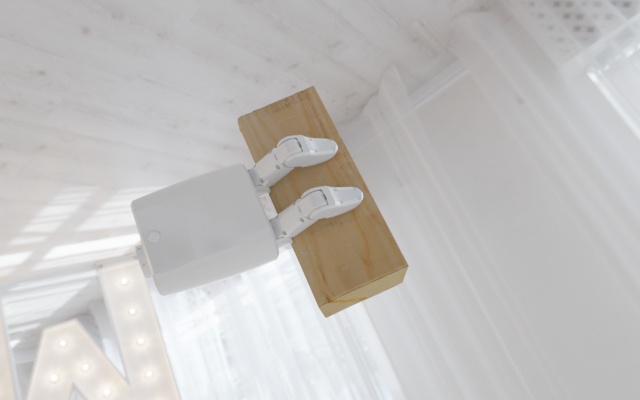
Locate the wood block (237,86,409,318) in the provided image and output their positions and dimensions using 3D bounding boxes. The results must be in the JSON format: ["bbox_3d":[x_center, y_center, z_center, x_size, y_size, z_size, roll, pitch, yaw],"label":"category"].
[{"bbox_3d":[0.000,0.002,0.488,0.090,0.206,0.091,-24,-20,-4],"label":"wood block"}]
